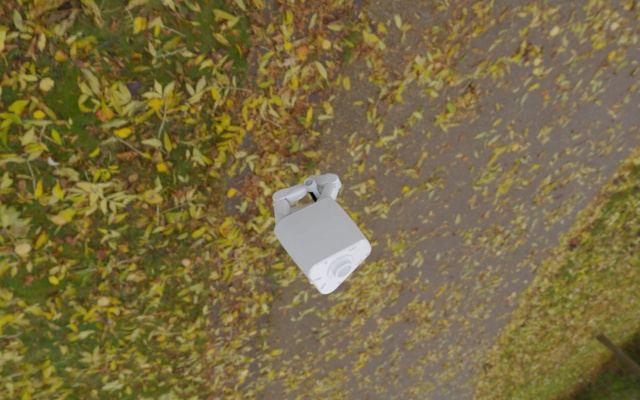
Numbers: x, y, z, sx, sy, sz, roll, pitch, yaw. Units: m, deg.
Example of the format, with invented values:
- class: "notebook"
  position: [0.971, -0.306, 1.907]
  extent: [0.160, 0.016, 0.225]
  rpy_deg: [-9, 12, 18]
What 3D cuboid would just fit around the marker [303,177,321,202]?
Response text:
- class: "marker"
  position: [0.000, 0.003, 0.811]
  extent: [0.020, 0.020, 0.121]
  rpy_deg: [0, -32, 22]
